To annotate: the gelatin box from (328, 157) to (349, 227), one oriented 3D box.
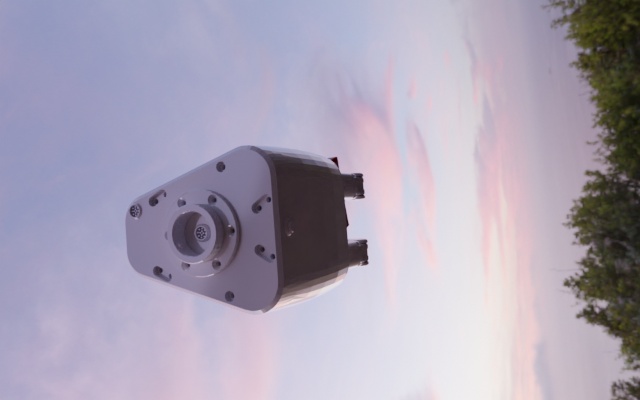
[{"bbox_3d":[0.000,0.001,0.450,0.030,0.073,0.089,-8,10,17],"label":"gelatin box"}]
